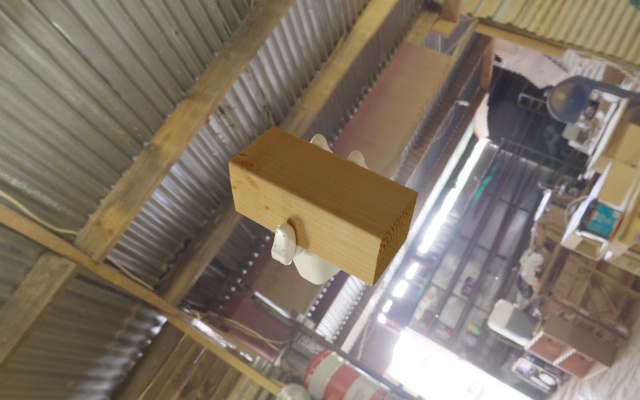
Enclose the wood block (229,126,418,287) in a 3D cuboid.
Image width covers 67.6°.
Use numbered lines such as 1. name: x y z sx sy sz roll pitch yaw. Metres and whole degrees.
1. wood block: 0.000 0.002 0.579 0.206 0.090 0.090 26 51 21
